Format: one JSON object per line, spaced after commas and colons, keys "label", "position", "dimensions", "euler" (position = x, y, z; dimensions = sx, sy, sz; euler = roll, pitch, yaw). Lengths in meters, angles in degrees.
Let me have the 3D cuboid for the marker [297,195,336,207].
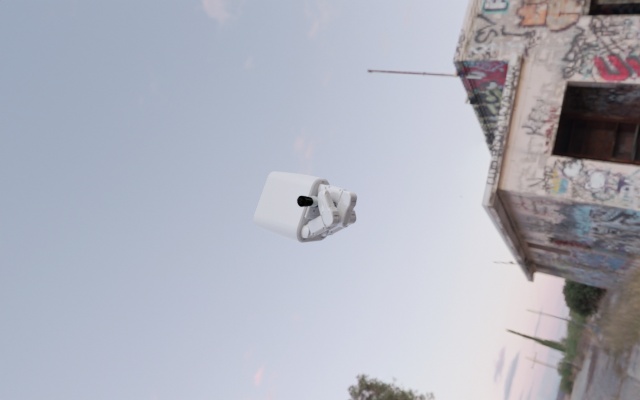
{"label": "marker", "position": [0.000, 0.003, 0.797], "dimensions": [0.020, 0.020, 0.121], "euler": [0, -1, 34]}
